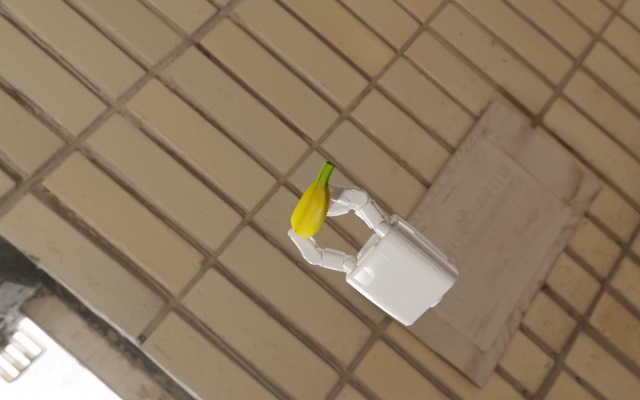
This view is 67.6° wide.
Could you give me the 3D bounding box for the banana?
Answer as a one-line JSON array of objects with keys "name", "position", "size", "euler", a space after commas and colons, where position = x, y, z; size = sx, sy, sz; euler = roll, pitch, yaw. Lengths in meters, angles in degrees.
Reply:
[{"name": "banana", "position": [-0.010, 0.016, 0.595], "size": [0.037, 0.069, 0.198], "euler": [35, -16, 2]}]
